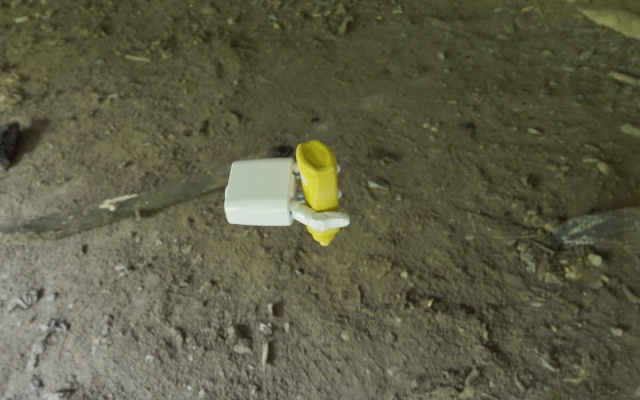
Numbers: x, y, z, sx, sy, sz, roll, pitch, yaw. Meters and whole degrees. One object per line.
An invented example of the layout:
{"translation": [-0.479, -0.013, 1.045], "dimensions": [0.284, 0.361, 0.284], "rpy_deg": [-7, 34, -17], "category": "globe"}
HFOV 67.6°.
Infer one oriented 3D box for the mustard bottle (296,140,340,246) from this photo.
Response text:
{"translation": [0.000, 0.002, 0.795], "dimensions": [0.058, 0.192, 0.096], "rpy_deg": [-16, 41, -13], "category": "mustard bottle"}
